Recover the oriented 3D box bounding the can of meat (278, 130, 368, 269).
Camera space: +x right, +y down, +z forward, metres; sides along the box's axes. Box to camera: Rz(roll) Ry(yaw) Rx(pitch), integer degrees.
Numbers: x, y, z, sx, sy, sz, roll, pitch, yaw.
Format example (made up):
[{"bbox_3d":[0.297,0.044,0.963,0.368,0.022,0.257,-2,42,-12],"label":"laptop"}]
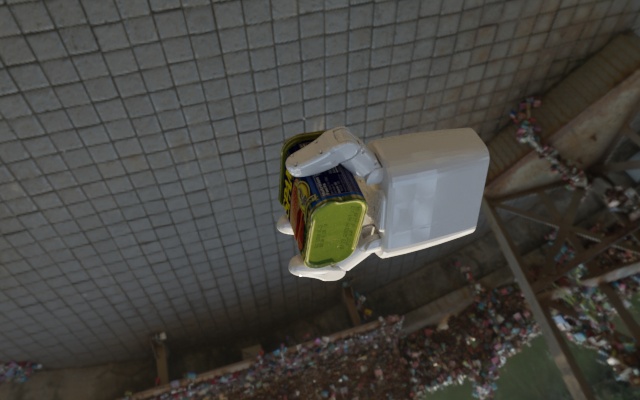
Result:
[{"bbox_3d":[0.000,0.002,0.444,0.057,0.084,0.102,-10,-39,-17],"label":"can of meat"}]
